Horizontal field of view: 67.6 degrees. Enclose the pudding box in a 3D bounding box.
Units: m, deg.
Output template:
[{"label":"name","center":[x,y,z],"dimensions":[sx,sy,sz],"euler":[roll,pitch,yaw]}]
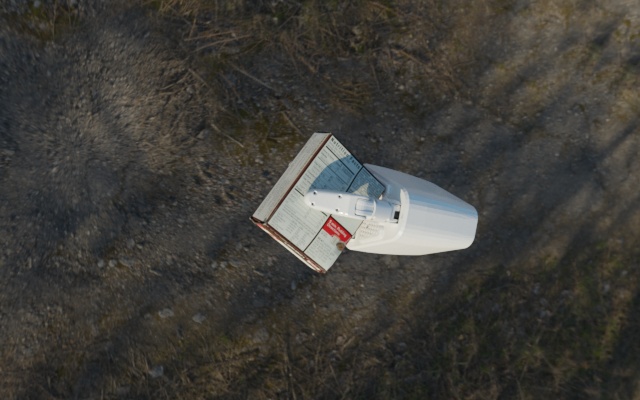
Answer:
[{"label":"pudding box","center":[0.000,0.002,0.473],"dimensions":[0.090,0.113,0.039],"euler":[42,-15,-27]}]
